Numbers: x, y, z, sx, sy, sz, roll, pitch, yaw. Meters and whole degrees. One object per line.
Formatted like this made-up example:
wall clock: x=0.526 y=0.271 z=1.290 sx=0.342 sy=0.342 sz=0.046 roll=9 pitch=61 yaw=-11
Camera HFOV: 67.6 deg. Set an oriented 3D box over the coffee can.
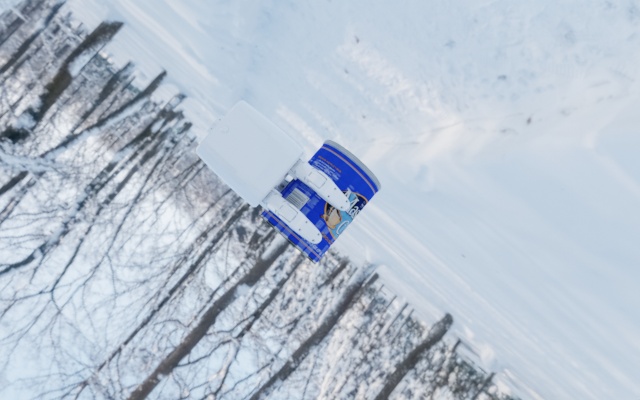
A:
coffee can: x=0.000 y=0.002 z=0.658 sx=0.103 sy=0.140 sz=0.103 roll=41 pitch=-6 yaw=5
